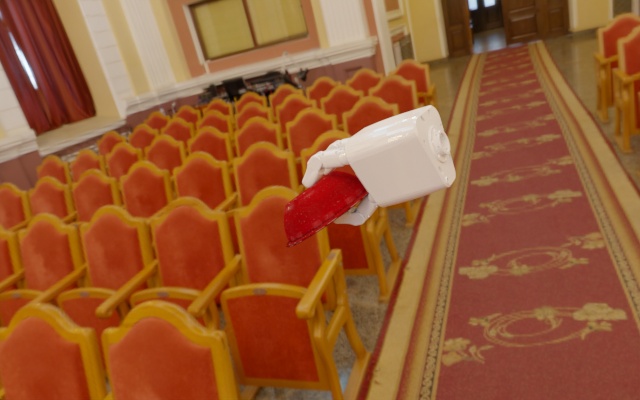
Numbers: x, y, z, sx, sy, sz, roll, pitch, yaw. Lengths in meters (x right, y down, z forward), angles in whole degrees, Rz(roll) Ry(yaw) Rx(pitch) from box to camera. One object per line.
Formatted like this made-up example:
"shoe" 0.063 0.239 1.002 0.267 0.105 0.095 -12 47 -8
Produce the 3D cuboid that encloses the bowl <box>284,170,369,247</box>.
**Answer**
"bowl" -0.001 0.003 0.722 0.162 0.055 0.162 -36 3 2
